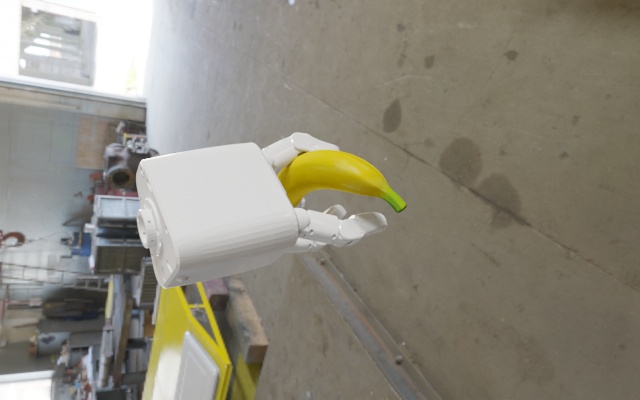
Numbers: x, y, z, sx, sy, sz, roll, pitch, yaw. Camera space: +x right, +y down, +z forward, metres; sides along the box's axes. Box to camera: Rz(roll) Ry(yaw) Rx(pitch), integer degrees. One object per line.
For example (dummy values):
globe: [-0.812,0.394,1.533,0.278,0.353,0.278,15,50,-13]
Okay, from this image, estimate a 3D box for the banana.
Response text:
banana: [-0.004,-0.016,0.476,0.037,0.070,0.198,-29,16,-33]
